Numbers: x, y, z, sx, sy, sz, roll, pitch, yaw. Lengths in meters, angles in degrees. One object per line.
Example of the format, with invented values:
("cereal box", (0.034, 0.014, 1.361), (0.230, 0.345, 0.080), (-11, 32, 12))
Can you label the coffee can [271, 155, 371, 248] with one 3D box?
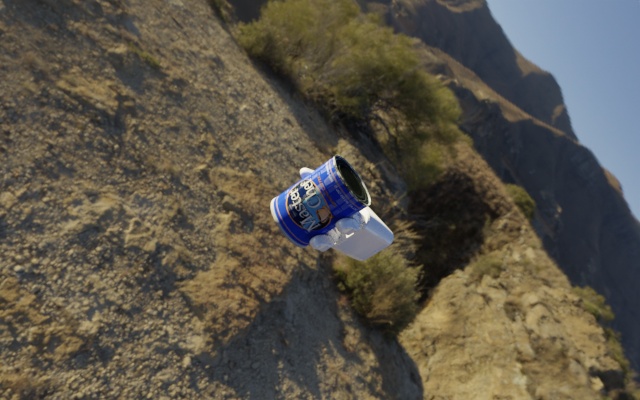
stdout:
("coffee can", (0.000, 0.003, 0.819), (0.140, 0.103, 0.103), (-34, -13, 20))
